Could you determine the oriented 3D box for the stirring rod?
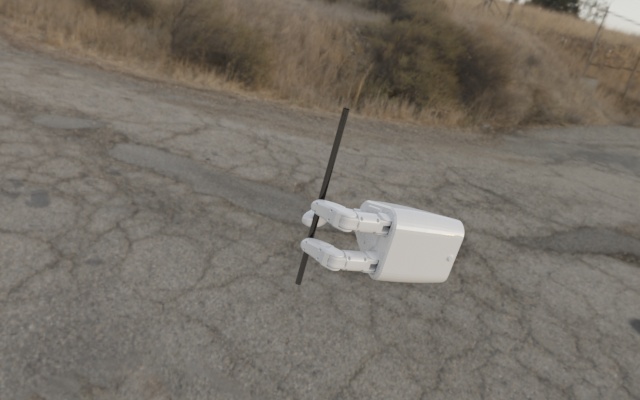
[{"bbox_3d":[0.000,0.002,0.599,0.011,0.240,0.011,14,20,-5],"label":"stirring rod"}]
